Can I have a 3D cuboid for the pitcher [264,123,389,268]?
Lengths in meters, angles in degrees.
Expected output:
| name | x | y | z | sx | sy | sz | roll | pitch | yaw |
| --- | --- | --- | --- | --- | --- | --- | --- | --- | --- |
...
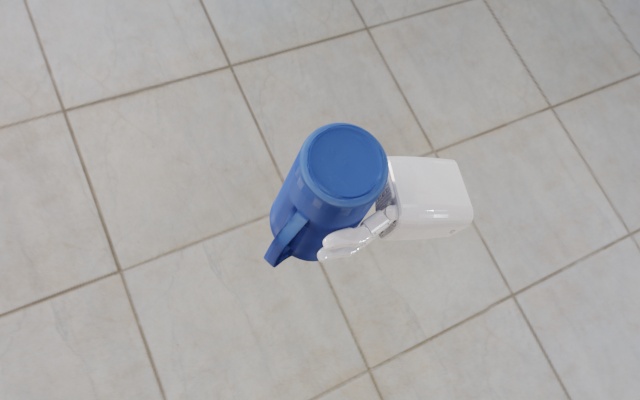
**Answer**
| name | x | y | z | sx | sy | sz | roll | pitch | yaw |
| --- | --- | --- | --- | --- | --- | --- | --- | --- | --- |
| pitcher | 0.000 | 0.002 | 0.652 | 0.145 | 0.149 | 0.243 | 1 | -19 | -11 |
